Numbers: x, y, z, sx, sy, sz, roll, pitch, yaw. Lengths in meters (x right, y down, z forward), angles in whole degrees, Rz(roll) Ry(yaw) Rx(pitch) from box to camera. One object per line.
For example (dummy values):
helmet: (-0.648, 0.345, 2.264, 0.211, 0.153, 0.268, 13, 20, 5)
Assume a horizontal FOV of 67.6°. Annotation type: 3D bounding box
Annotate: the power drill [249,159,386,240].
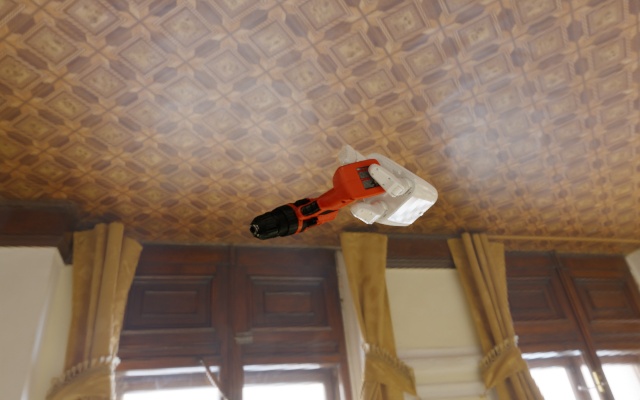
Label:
power drill: (0.001, 0.002, 0.749, 0.184, 0.057, 0.188, -18, -8, -46)
